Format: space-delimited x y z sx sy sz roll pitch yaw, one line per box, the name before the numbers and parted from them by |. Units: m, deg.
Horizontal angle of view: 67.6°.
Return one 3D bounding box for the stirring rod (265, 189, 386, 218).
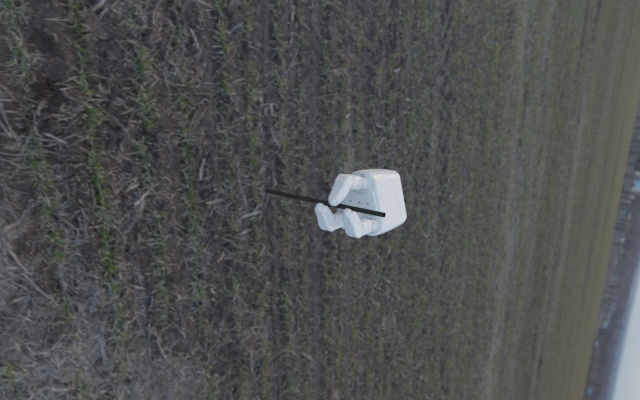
stirring rod | 0.000 0.003 0.796 0.239 0.011 0.011 11 6 34
